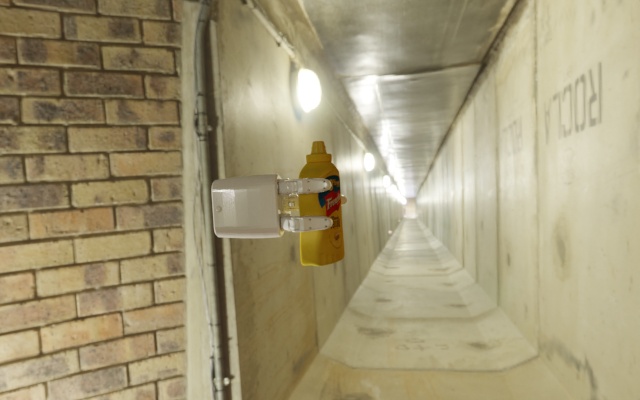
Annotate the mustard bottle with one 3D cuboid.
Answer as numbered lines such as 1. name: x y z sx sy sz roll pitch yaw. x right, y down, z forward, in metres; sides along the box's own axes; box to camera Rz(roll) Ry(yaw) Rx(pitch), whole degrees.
1. mustard bottle: 0.000 0.003 0.756 0.058 0.191 0.096 -1 3 29
